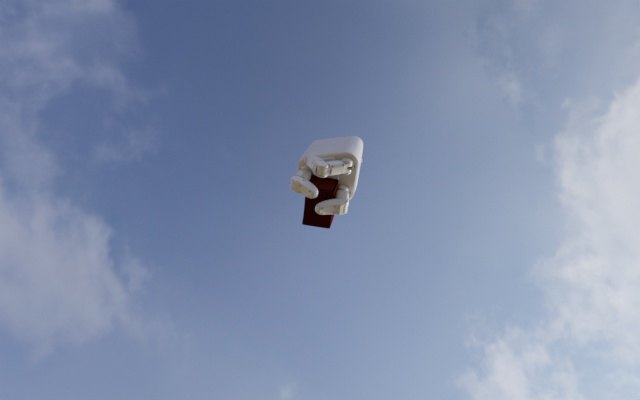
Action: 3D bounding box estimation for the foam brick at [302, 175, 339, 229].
[{"bbox_3d":[0.000,0.003,0.861,0.053,0.078,0.051,10,29,6],"label":"foam brick"}]
